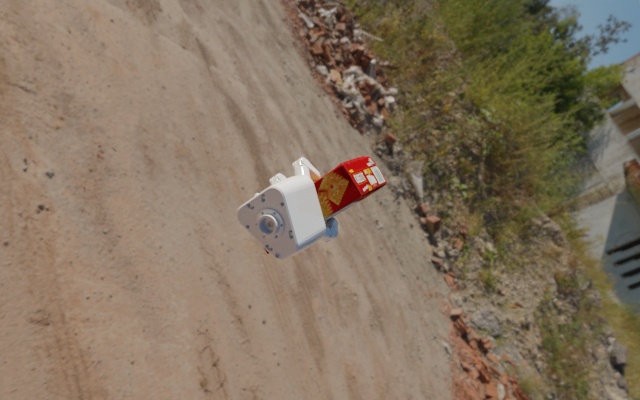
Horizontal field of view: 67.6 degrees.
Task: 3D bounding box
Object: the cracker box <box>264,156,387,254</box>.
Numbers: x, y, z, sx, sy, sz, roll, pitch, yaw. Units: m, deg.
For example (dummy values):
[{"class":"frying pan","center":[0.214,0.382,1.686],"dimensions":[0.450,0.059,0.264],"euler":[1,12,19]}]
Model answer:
[{"class":"cracker box","center":[0.000,0.003,0.881],"dimensions":[0.214,0.072,0.164],"euler":[-32,-3,25]}]
